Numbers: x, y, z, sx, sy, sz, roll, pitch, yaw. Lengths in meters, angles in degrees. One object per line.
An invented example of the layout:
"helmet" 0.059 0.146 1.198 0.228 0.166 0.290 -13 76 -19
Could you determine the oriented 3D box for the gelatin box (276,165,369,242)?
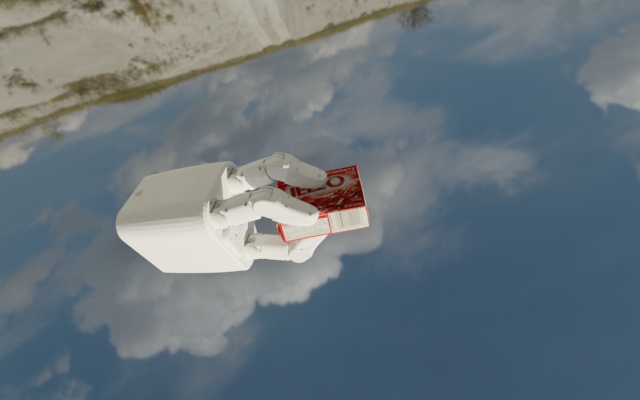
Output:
"gelatin box" 0.001 0.002 0.486 0.089 0.030 0.073 -11 36 3
